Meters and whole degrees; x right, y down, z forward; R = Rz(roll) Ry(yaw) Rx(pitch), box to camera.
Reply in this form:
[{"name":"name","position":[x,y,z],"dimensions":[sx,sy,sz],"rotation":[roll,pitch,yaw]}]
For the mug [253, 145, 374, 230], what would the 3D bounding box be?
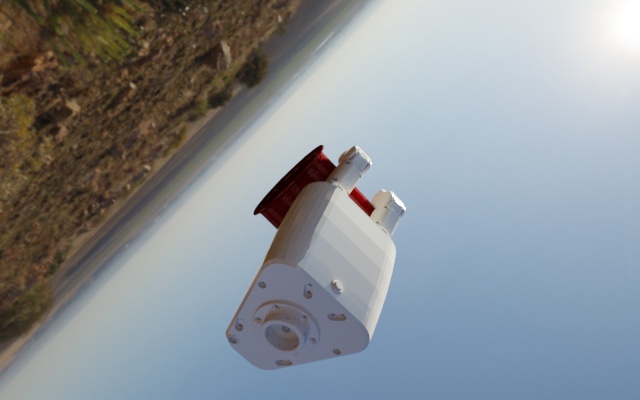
[{"name":"mug","position":[0.001,0.001,0.470],"dimensions":[0.093,0.081,0.117],"rotation":[-38,12,32]}]
